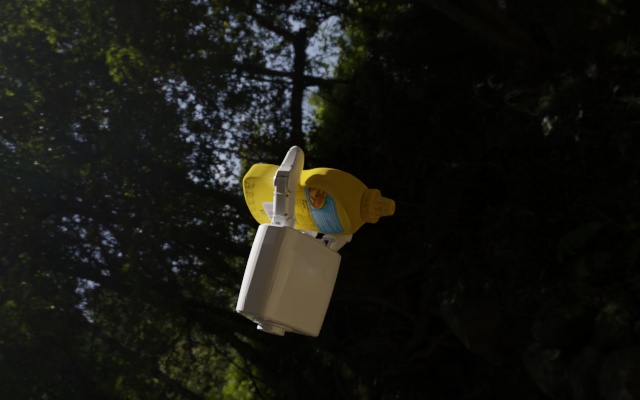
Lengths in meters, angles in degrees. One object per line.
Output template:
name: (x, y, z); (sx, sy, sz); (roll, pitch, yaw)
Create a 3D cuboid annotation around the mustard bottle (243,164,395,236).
mustard bottle: (0.000, 0.002, 0.605); (0.191, 0.096, 0.058); (5, 43, 27)
